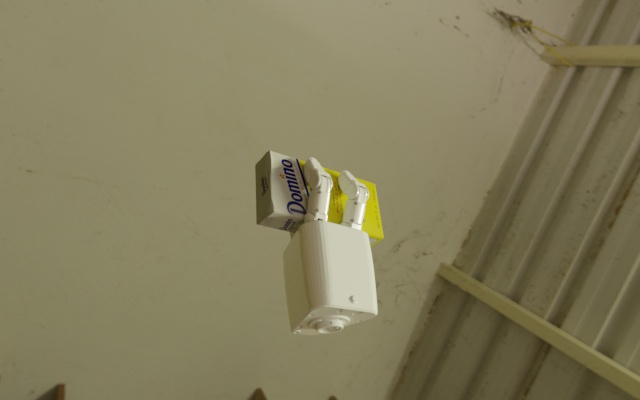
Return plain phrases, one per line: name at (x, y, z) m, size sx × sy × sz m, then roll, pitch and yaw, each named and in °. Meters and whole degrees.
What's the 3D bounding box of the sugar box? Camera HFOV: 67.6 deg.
sugar box at (0.001, 0.002, 0.638) m, size 0.176 × 0.093 × 0.048 m, roll 16°, pitch -37°, yaw -33°
